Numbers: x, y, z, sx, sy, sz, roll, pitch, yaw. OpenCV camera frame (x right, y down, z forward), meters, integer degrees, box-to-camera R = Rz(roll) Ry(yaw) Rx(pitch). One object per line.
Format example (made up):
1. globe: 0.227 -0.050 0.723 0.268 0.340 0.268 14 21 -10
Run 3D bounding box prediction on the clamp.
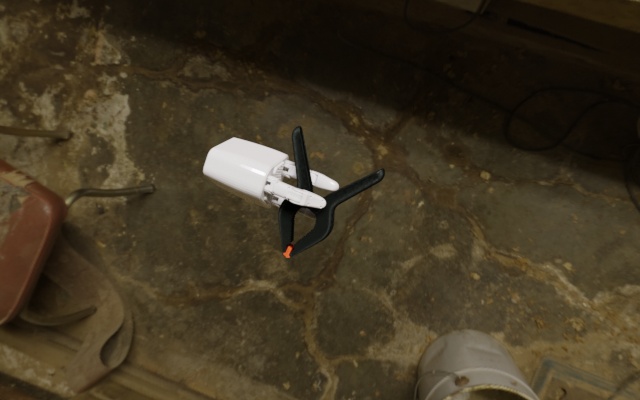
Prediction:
1. clamp: 0.000 0.003 0.781 0.164 0.210 0.036 21 8 8
